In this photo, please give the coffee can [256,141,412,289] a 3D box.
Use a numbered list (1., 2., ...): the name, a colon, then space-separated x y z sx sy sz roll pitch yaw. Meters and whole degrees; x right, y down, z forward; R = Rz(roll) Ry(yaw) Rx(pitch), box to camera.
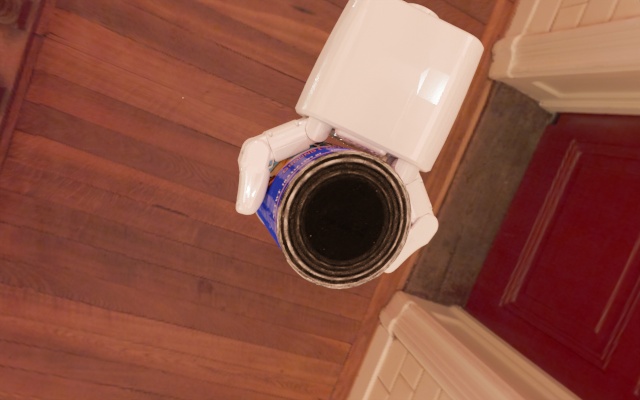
1. coffee can: 0.000 0.001 0.407 0.103 0.103 0.140 0 12 -16
